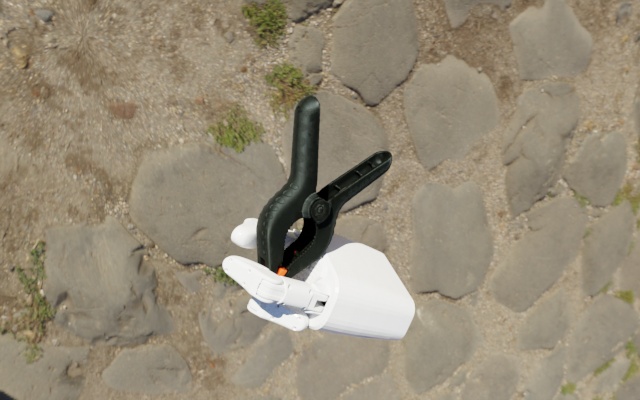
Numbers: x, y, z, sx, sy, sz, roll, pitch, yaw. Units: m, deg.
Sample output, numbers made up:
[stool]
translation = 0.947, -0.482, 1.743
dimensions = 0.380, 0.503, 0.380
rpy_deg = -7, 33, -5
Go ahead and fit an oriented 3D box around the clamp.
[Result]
[clamp]
translation = 0.000, 0.002, 0.449
dimensions = 0.120, 0.171, 0.039
rpy_deg = 19, 8, -31
